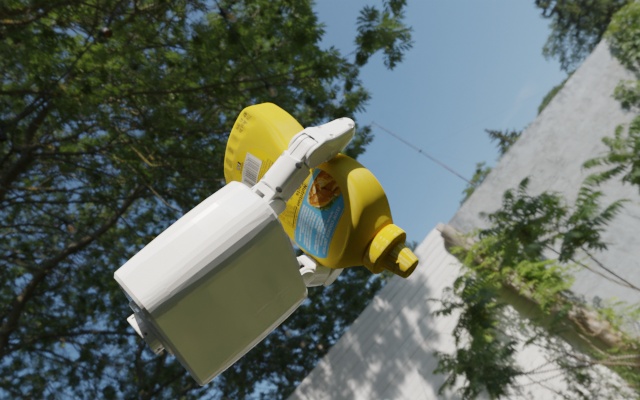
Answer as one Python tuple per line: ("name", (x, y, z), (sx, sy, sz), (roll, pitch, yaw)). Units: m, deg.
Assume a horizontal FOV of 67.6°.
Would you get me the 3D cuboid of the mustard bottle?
("mustard bottle", (0.000, 0.001, 0.403), (0.191, 0.096, 0.058), (37, 37, 26))
